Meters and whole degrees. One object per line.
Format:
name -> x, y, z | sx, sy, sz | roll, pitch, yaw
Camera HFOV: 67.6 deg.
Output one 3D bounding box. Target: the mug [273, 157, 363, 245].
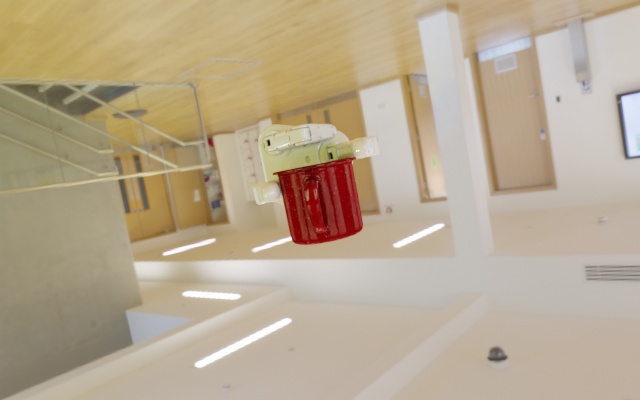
mug -> 0.000, 0.002, 0.513 | 0.093, 0.081, 0.117 | -11, 5, 4
